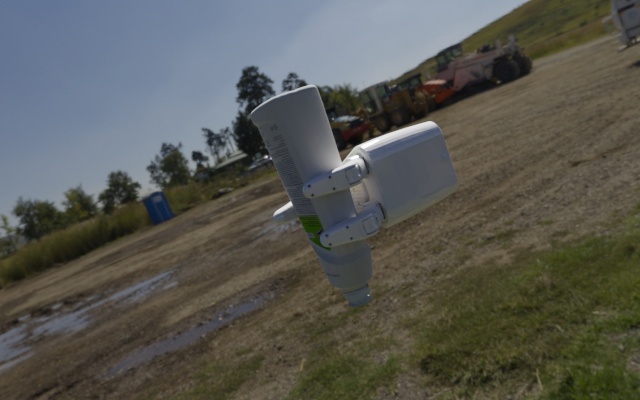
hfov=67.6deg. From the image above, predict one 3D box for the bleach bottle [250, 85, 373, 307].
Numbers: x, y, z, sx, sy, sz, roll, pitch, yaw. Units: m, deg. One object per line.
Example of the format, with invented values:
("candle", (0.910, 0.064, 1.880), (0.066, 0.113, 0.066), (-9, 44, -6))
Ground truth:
("bleach bottle", (0.000, 0.002, 0.551), (0.068, 0.251, 0.102), (-23, 8, -20))
